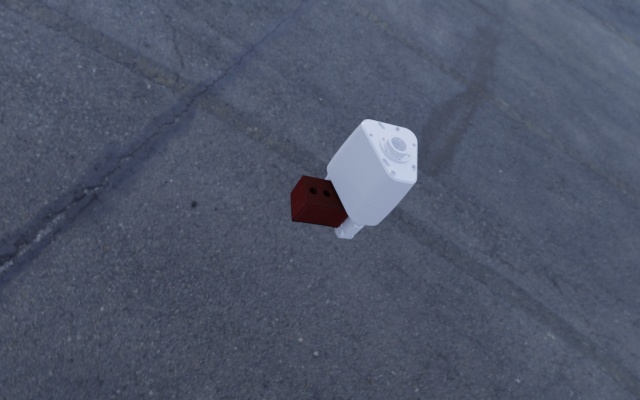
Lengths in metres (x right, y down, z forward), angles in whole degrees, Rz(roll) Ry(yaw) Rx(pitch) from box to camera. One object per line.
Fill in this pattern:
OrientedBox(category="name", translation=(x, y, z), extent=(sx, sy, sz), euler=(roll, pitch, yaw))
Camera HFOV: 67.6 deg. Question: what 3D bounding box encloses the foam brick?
OrientedBox(category="foam brick", translation=(0.000, 0.002, 0.713), extent=(0.078, 0.053, 0.051), euler=(9, -37, -24))
